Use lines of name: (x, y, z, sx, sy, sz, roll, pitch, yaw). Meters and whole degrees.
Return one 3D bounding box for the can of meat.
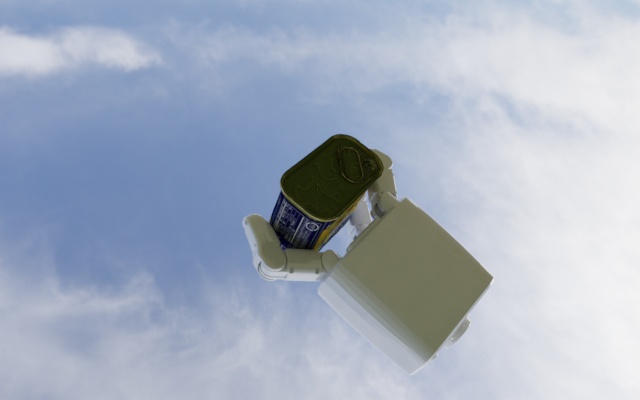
can of meat: (0.000, 0.002, 0.431, 0.102, 0.057, 0.084, -42, -13, -39)
